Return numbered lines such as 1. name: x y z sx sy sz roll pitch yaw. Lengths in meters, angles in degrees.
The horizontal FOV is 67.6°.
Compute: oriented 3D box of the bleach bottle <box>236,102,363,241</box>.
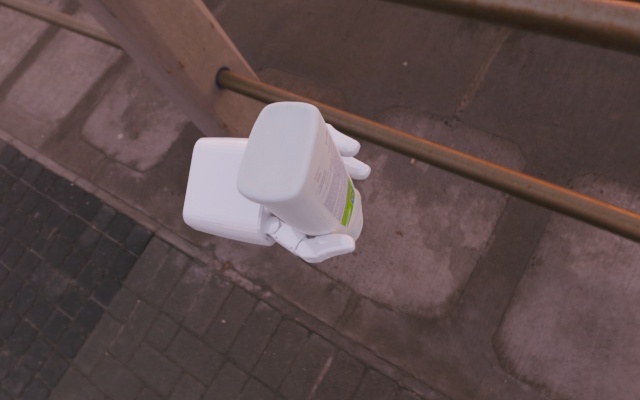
1. bleach bottle: 0.000 0.002 0.520 0.068 0.102 0.251 7 -21 21
